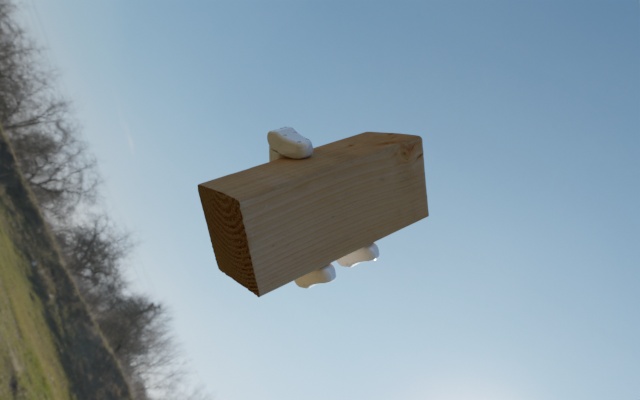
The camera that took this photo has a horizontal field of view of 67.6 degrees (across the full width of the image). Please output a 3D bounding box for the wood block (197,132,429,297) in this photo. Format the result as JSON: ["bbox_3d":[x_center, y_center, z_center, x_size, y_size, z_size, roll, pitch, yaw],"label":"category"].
[{"bbox_3d":[0.000,0.001,0.470,0.206,0.091,0.090,-22,22,-31],"label":"wood block"}]
